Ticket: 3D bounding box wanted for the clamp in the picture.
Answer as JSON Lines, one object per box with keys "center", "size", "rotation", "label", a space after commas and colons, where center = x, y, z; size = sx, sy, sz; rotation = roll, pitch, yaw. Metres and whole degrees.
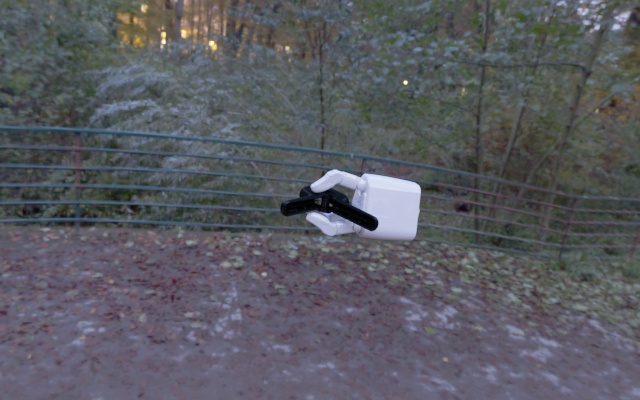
{"center": [0.000, 0.002, 0.865], "size": [0.164, 0.036, 0.210], "rotation": [10, 14, -14], "label": "clamp"}
